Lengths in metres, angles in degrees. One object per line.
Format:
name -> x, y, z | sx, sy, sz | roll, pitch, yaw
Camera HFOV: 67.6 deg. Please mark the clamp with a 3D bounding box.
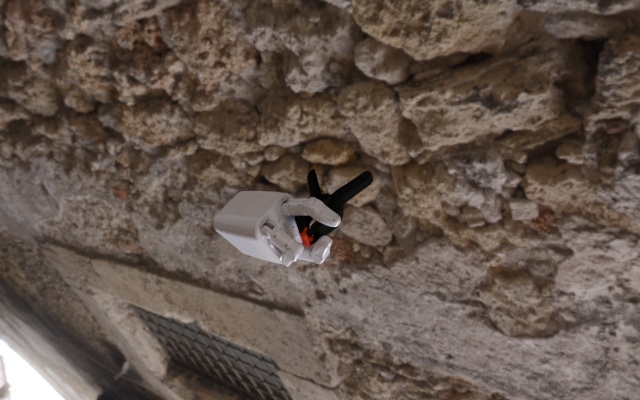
clamp -> 0.000, 0.003, 0.786 | 0.120, 0.039, 0.171 | 6, 42, 37
